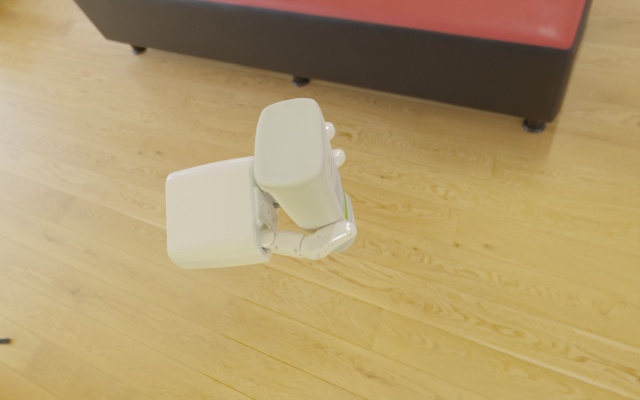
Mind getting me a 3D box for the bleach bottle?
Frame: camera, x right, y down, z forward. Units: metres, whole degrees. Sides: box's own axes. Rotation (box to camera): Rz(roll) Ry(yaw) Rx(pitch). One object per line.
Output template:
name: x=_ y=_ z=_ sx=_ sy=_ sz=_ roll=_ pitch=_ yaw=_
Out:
bleach bottle: x=0.000 y=0.002 z=0.540 sx=0.068 sy=0.102 sz=0.251 roll=-8 pitch=-30 yaw=11
